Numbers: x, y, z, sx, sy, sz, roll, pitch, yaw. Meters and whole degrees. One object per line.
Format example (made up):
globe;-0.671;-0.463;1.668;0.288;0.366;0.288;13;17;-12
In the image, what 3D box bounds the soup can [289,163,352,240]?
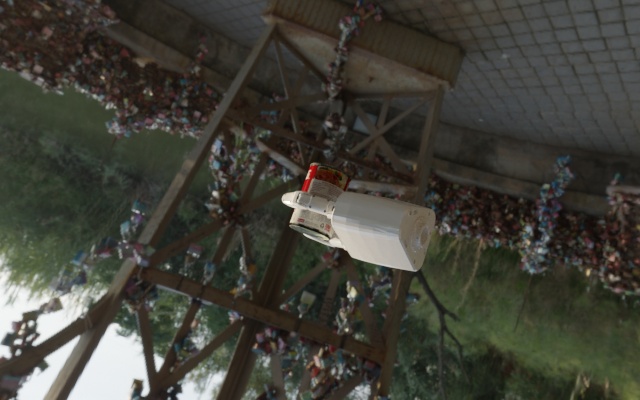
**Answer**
soup can;0.000;0.003;0.733;0.068;0.102;0.068;19;-11;4
